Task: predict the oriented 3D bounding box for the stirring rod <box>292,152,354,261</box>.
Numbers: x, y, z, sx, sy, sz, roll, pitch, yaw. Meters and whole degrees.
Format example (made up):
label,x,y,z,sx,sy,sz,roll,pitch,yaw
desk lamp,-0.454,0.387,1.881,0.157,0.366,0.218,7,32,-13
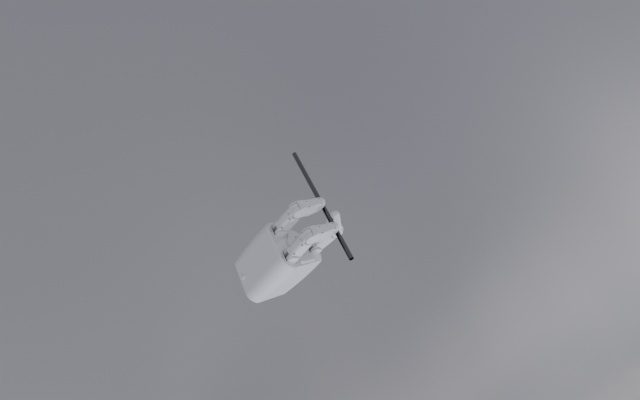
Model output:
label,x,y,z,sx,sy,sz,roll,pitch,yaw
stirring rod,0.000,0.003,0.804,0.011,0.239,0.011,-19,-35,-14
